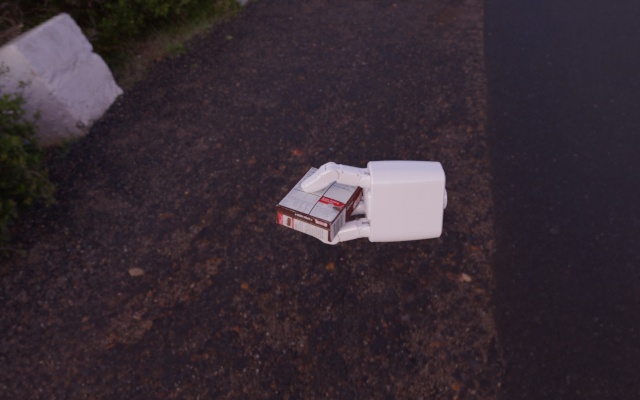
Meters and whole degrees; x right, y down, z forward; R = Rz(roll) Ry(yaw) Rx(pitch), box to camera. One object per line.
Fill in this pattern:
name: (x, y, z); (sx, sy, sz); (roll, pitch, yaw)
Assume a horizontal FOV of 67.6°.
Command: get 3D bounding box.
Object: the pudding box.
pudding box: (0.000, 0.002, 0.703); (0.090, 0.039, 0.113); (18, 40, 20)
